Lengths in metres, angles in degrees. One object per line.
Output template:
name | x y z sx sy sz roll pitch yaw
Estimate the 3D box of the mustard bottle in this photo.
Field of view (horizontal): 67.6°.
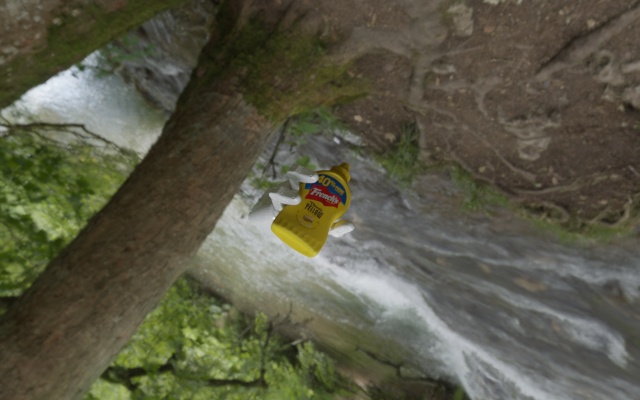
mustard bottle | 0.000 0.003 0.859 0.096 0.191 0.058 34 -28 2
